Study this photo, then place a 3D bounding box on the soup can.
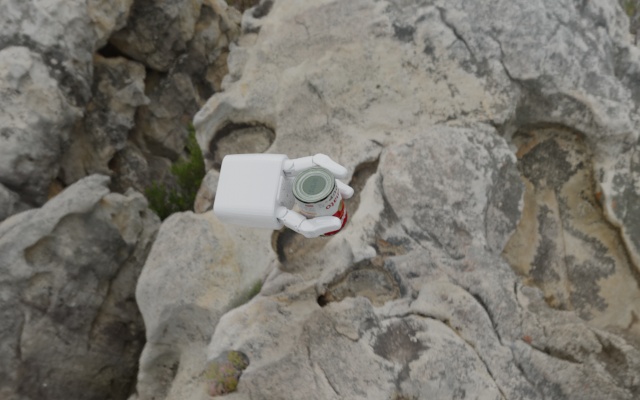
[{"bbox_3d":[0.001,0.002,0.740,0.068,0.068,0.102,0,-33,15],"label":"soup can"}]
